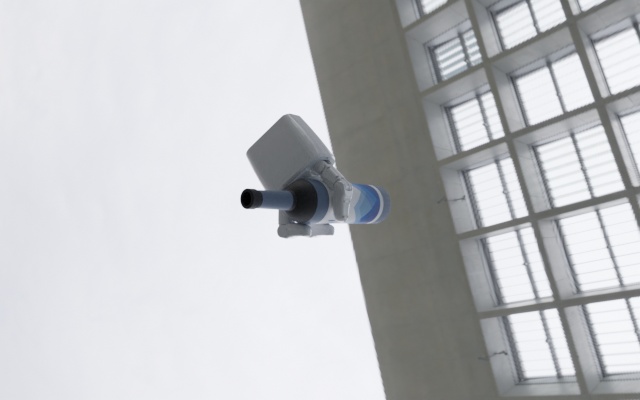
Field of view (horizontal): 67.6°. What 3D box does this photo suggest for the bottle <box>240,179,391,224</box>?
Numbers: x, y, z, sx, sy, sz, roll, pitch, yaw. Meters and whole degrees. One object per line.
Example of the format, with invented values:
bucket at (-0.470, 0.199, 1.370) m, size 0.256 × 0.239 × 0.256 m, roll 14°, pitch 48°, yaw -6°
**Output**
bottle at (0.000, 0.002, 0.732) m, size 0.069 × 0.069 × 0.296 m, roll 0°, pitch -2°, yaw 41°
